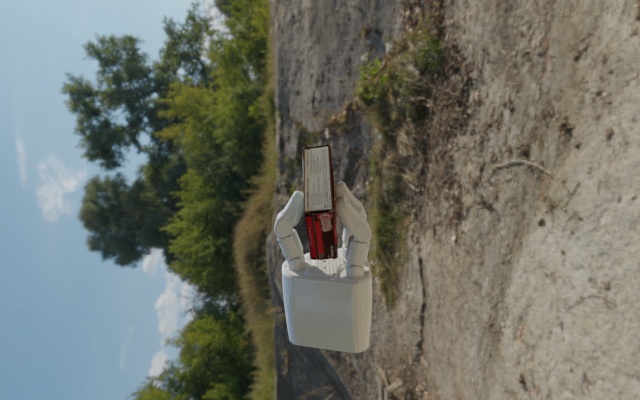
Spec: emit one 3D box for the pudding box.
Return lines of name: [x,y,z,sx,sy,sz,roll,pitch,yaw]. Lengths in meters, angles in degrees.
pudding box: [0.000,0.002,0.580,0.039,0.113,0.090,-5,-42,0]
